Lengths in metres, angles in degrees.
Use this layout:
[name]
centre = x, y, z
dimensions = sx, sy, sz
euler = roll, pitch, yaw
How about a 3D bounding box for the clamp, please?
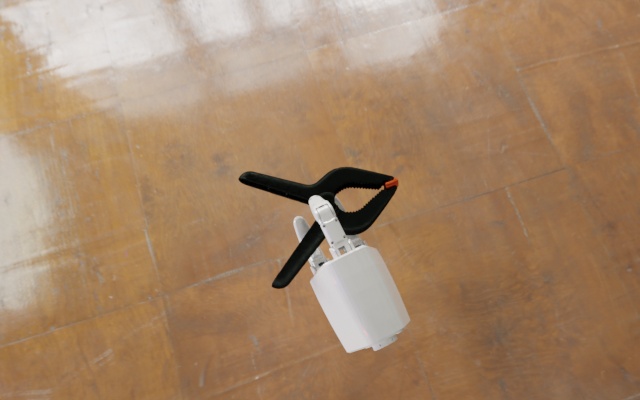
[clamp]
centre = 0.001, 0.002, 0.640
dimensions = 0.210, 0.164, 0.036
euler = -25, -14, -6
